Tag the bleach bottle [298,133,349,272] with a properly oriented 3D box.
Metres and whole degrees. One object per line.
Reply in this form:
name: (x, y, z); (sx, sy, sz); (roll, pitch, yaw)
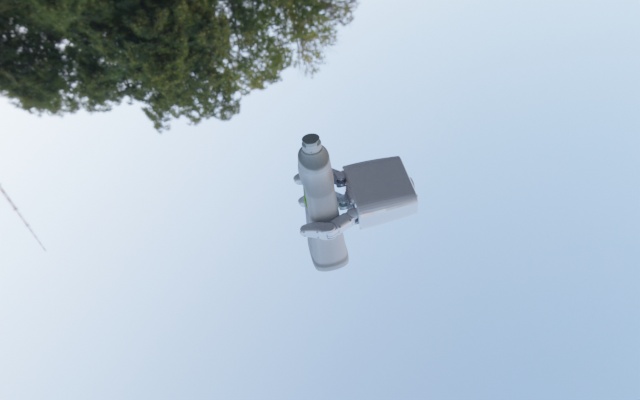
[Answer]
bleach bottle: (0.000, 0.003, 0.812); (0.068, 0.251, 0.102); (-13, 42, -6)
